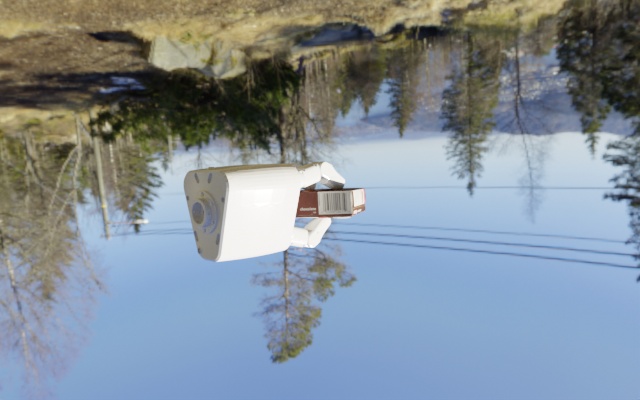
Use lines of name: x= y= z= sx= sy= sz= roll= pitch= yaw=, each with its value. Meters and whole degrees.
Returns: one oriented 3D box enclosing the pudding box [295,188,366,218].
pudding box: x=0.000 y=0.002 z=0.668 sx=0.113 sy=0.039 sz=0.090 roll=0 pitch=4 yaw=15
